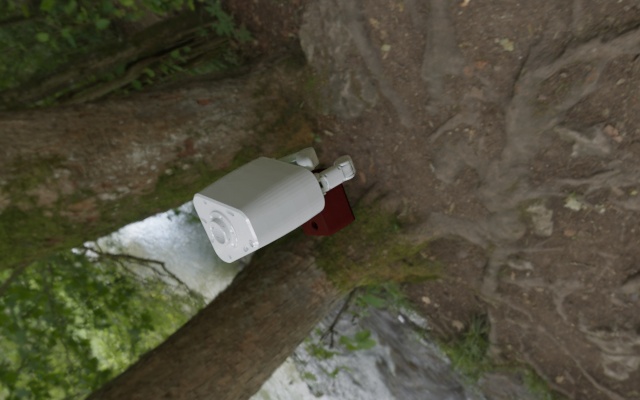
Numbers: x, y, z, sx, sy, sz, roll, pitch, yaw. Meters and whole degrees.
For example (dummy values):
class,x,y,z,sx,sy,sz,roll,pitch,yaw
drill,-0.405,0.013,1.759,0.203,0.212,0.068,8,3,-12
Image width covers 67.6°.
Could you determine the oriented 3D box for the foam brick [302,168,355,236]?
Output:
class,x,y,z,sx,sy,sz,roll,pitch,yaw
foam brick,0.000,0.002,0.626,0.053,0.078,0.051,-3,24,48
